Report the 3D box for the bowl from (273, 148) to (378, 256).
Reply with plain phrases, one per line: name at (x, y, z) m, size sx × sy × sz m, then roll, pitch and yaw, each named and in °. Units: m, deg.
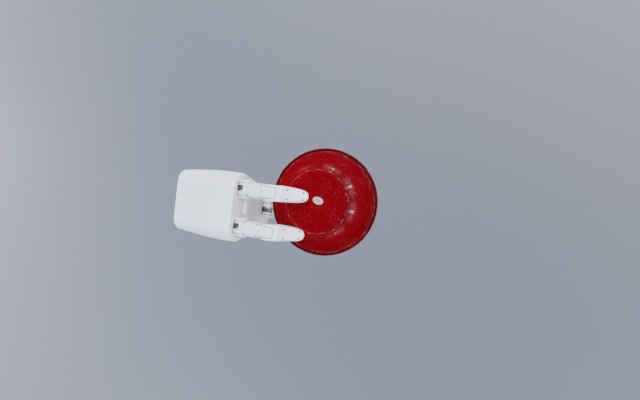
bowl at (0.001, 0.002, 0.692) m, size 0.162 × 0.162 × 0.055 m, roll 0°, pitch 0°, yaw 12°
